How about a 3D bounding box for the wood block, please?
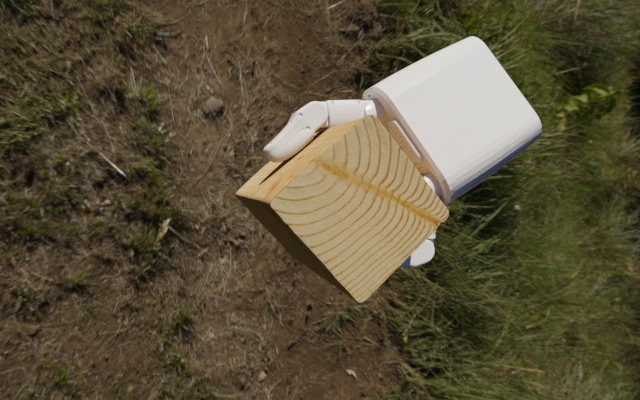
[{"bbox_3d":[0.000,0.001,0.401,0.090,0.091,0.206,-43,12,-10],"label":"wood block"}]
